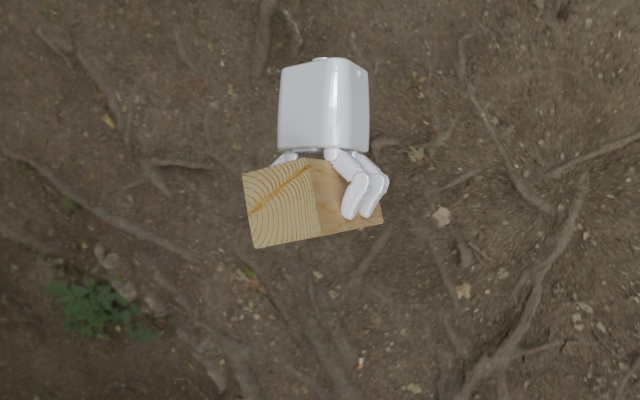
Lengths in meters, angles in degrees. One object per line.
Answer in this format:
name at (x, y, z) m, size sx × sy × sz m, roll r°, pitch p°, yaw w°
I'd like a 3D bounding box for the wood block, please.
wood block at (0.000, 0.002, 0.622) m, size 0.091 × 0.090 × 0.206 m, roll -13°, pitch -4°, yaw 26°
